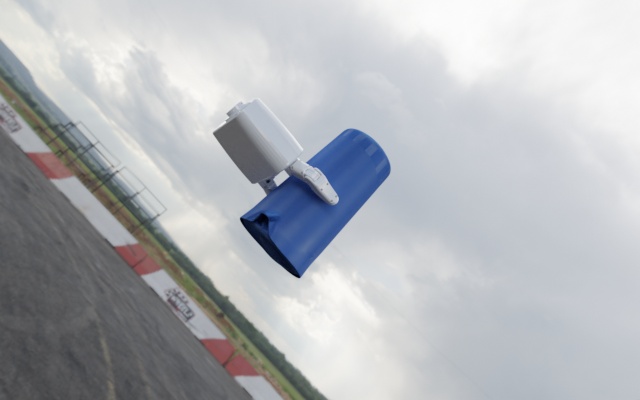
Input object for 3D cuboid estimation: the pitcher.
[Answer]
[{"bbox_3d":[0.000,0.002,0.780,0.243,0.145,0.149,-44,16,-16],"label":"pitcher"}]
